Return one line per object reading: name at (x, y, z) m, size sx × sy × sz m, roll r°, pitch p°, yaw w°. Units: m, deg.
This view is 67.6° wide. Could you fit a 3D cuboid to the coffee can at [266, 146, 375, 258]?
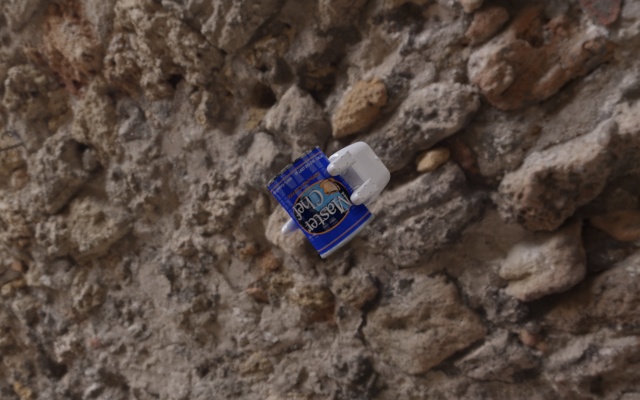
coffee can at (0.000, 0.003, 0.732) m, size 0.103 × 0.140 × 0.103 m, roll -39°, pitch 0°, yaw 0°
